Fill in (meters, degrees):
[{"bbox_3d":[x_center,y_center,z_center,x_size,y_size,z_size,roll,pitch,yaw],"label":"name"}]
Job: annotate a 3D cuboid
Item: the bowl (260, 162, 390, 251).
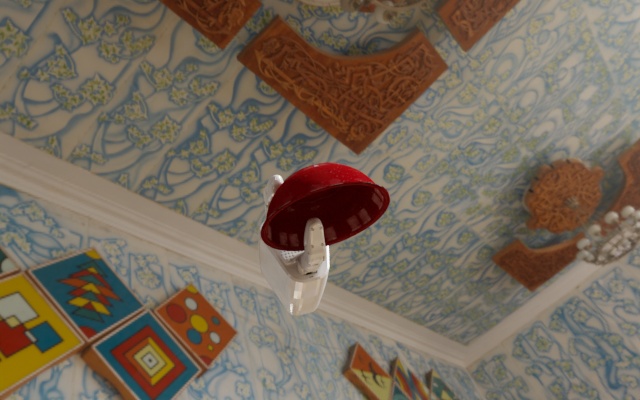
[{"bbox_3d":[0.000,0.001,0.584,0.162,0.055,0.162,-14,-27,-7],"label":"bowl"}]
